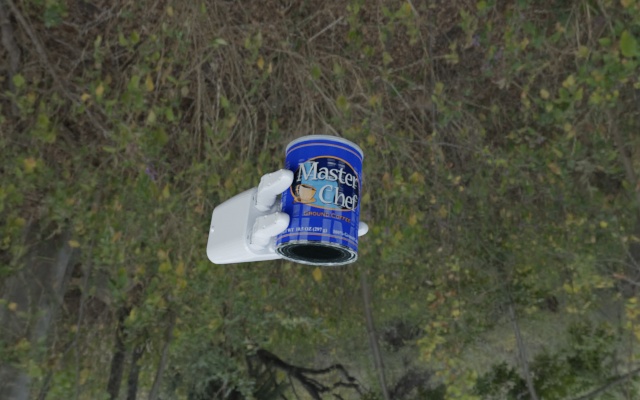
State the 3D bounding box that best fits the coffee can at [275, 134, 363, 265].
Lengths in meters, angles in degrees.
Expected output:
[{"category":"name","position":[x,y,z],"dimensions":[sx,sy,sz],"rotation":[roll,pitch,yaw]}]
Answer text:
[{"category":"coffee can","position":[0.000,0.002,0.608],"dimensions":[0.103,0.140,0.103],"rotation":[4,-21,2]}]
